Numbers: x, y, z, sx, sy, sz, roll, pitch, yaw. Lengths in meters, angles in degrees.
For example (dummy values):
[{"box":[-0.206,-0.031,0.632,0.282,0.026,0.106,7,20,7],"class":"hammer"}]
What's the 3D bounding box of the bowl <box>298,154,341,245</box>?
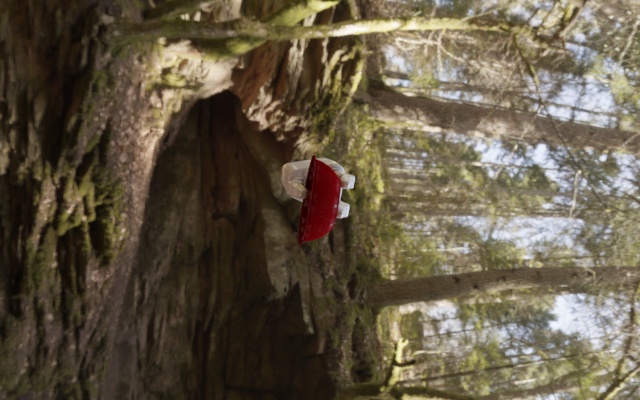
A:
[{"box":[0.001,0.003,0.839,0.055,0.162,0.162,9,-1,-5],"class":"bowl"}]
